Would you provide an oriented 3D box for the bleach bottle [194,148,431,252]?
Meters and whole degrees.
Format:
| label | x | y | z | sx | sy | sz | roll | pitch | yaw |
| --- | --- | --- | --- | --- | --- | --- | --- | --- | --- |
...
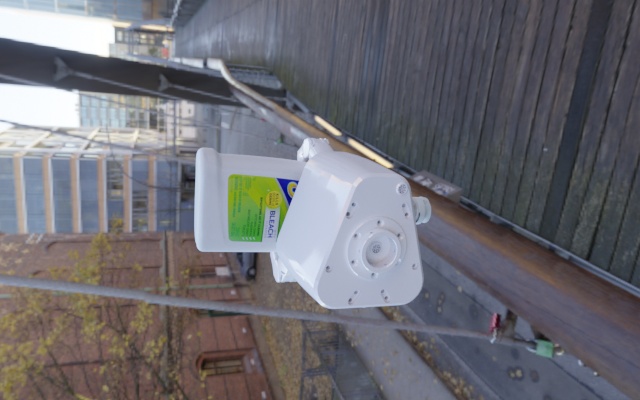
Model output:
| label | x | y | z | sx | sy | sz | roll | pitch | yaw |
| --- | --- | --- | --- | --- | --- | --- | --- | --- | --- |
| bleach bottle | 0.000 | 0.002 | 0.498 | 0.251 | 0.102 | 0.068 | 0 | 12 | -19 |
